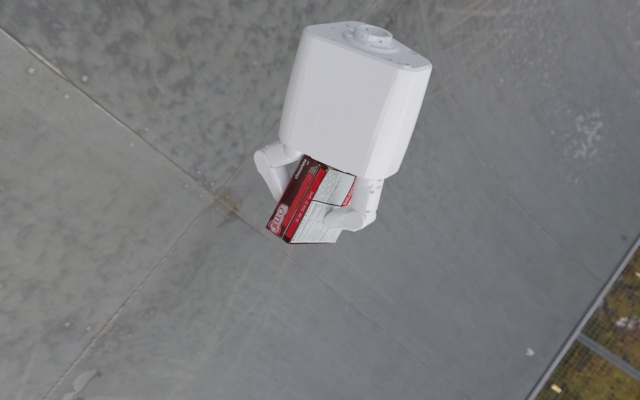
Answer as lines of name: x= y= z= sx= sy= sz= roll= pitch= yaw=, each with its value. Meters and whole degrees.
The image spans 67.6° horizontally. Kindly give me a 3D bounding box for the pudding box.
pudding box: x=0.000 y=0.002 z=0.519 sx=0.039 sy=0.090 sz=0.113 roll=34 pitch=11 yaw=27
